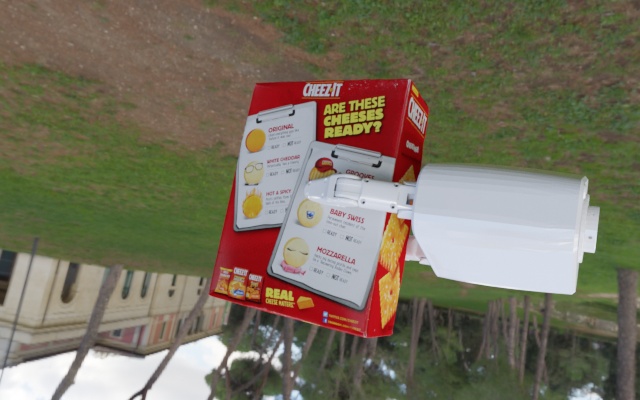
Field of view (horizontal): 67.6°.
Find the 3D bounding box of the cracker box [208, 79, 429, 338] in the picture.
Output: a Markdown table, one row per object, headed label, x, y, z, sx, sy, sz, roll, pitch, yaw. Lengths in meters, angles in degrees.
| label | x | y | z | sx | sy | sz | roll | pitch | yaw |
| --- | --- | --- | --- | --- | --- | --- | --- | --- | --- |
| cracker box | 0.000 | 0.002 | 0.444 | 0.164 | 0.213 | 0.072 | 7 | -9 | 29 |
